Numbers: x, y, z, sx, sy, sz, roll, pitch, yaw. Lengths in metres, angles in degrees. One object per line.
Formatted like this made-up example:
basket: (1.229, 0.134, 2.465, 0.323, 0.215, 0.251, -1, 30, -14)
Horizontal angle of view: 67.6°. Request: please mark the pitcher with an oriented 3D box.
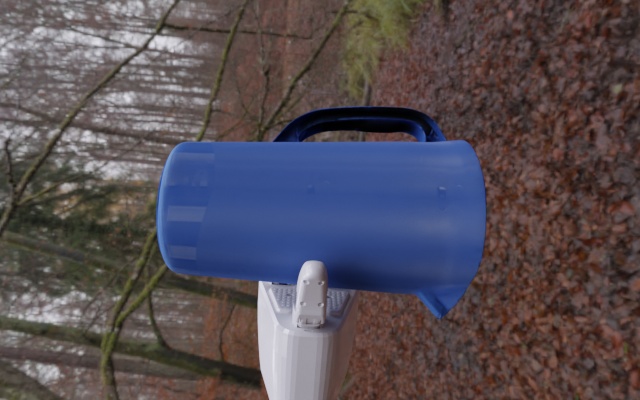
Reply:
pitcher: (0.000, 0.002, 0.401, 0.243, 0.145, 0.149, 3, 21, -3)
